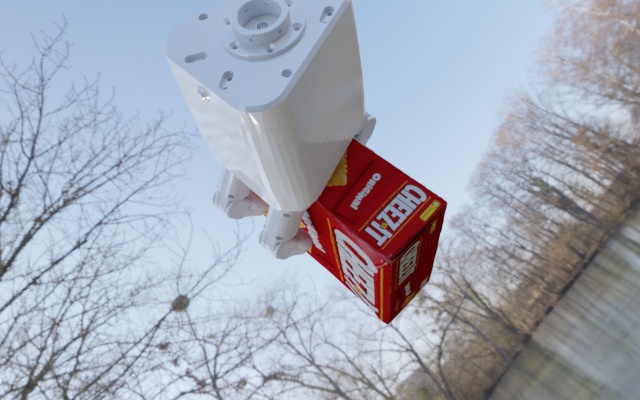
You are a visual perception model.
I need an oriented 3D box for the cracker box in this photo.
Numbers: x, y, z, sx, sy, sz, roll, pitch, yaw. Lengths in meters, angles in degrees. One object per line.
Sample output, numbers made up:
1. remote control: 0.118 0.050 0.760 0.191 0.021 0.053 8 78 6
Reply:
1. cracker box: 0.000 0.001 0.433 0.213 0.072 0.164 39 -17 24
